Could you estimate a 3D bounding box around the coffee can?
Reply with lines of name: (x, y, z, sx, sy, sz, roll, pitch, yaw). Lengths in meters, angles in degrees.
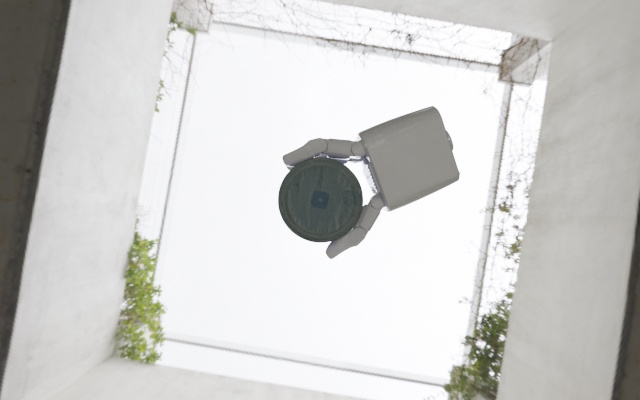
coffee can: (0.000, 0.002, 0.638, 0.103, 0.103, 0.140, 0, -2, 0)
